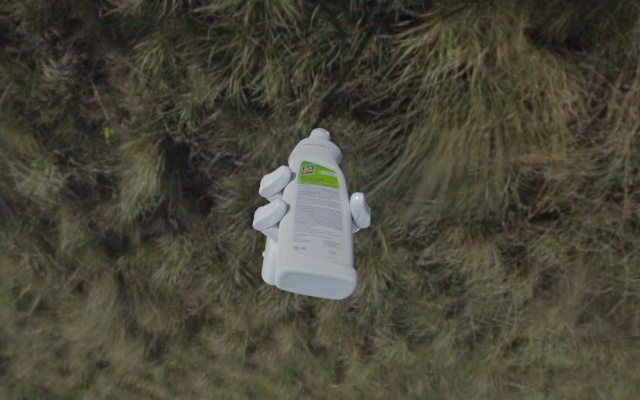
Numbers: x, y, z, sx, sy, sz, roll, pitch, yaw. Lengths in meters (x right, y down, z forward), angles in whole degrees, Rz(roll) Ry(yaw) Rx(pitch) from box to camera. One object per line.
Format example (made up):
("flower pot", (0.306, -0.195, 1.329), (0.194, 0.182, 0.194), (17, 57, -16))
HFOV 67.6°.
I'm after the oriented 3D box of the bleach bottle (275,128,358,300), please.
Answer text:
("bleach bottle", (0.000, 0.002, 0.645), (0.102, 0.250, 0.068), (11, -38, -9))
